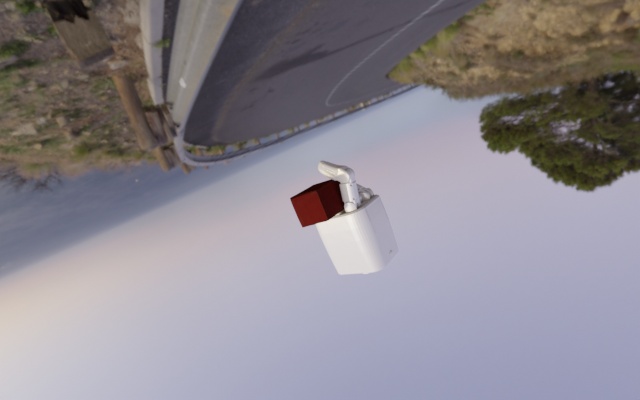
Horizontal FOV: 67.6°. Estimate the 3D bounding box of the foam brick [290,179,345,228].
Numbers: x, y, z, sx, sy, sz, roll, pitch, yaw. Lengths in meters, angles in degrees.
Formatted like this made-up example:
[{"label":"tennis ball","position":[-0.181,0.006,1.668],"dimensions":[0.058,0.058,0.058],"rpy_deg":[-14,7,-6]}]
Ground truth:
[{"label":"foam brick","position":[0.000,0.002,0.754],"dimensions":[0.053,0.051,0.078],"rpy_deg":[-16,9,33]}]
